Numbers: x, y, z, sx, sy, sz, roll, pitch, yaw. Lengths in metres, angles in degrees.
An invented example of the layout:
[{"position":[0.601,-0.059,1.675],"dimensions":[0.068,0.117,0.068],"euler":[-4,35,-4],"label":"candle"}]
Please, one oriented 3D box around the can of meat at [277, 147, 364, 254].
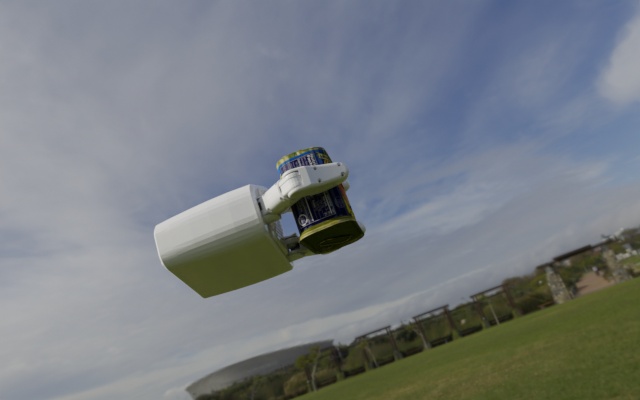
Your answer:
[{"position":[0.000,0.001,0.489],"dimensions":[0.057,0.084,0.102],"euler":[-22,-18,6],"label":"can of meat"}]
